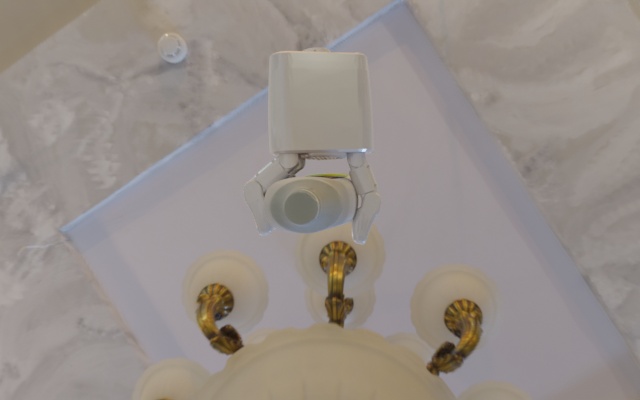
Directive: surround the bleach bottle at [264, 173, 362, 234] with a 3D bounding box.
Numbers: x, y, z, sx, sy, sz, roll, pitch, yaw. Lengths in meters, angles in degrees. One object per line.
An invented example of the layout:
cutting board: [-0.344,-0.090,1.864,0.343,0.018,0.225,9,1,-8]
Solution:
bleach bottle: [0.000,0.002,0.522,0.102,0.068,0.251,-2,2,4]
